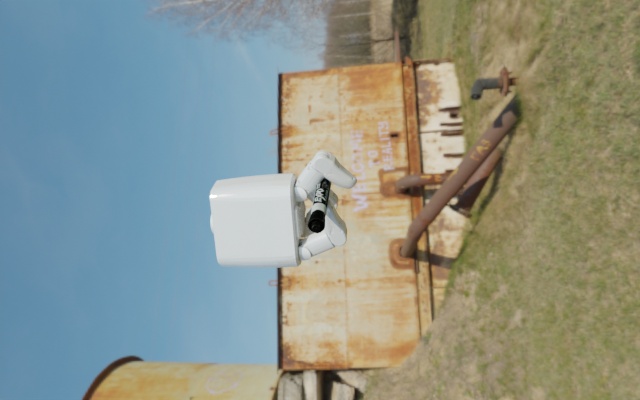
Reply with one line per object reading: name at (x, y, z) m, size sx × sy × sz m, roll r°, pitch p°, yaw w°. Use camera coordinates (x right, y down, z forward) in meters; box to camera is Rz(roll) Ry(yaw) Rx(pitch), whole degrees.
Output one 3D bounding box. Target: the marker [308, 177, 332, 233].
marker at (0.000, 0.002, 0.554) m, size 0.020 × 0.020 × 0.121 m, roll 0°, pitch 28°, yaw 5°
